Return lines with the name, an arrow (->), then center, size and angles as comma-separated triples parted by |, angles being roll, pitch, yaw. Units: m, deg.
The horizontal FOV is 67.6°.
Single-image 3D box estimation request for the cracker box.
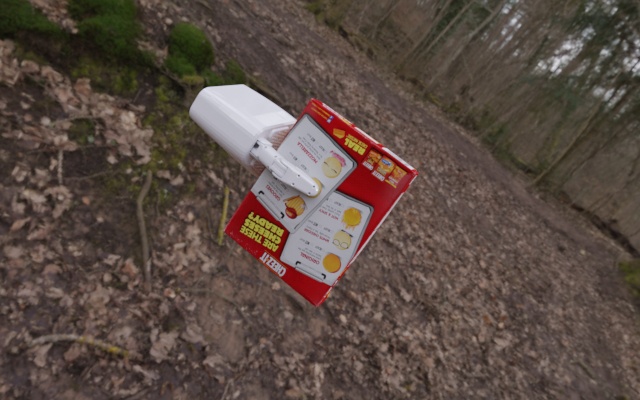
cracker box -> 0.000, 0.002, 0.631 | 0.164, 0.214, 0.072 | 37, 12, 11
